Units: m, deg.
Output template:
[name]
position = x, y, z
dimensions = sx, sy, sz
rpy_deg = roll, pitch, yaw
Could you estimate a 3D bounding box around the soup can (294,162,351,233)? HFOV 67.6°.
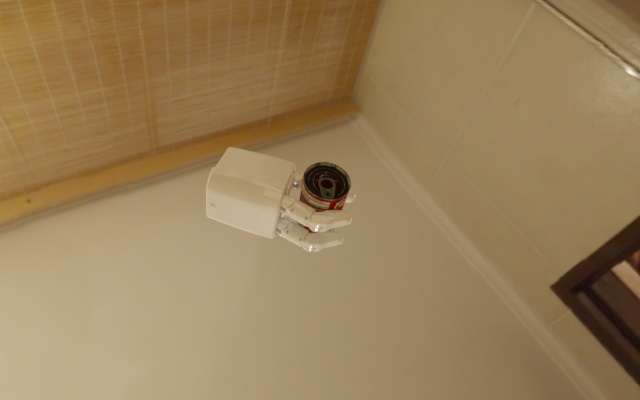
[soup can]
position = 0.001, 0.003, 0.701
dimensions = 0.068, 0.068, 0.102
rpy_deg = 0, -37, -13
